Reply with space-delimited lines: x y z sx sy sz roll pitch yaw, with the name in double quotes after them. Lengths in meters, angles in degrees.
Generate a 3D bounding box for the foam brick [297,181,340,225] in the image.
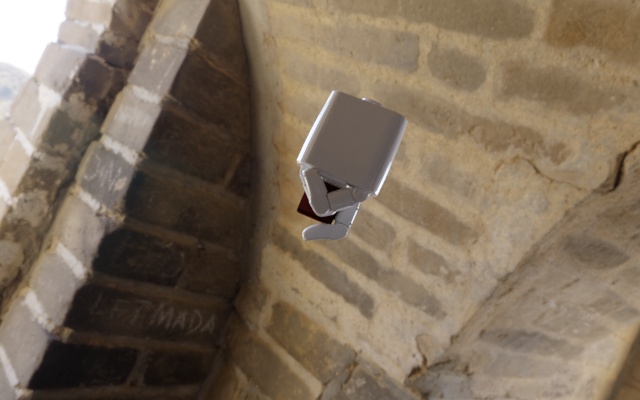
0.000 0.002 0.672 0.053 0.051 0.078 24 -4 -2 "foam brick"
